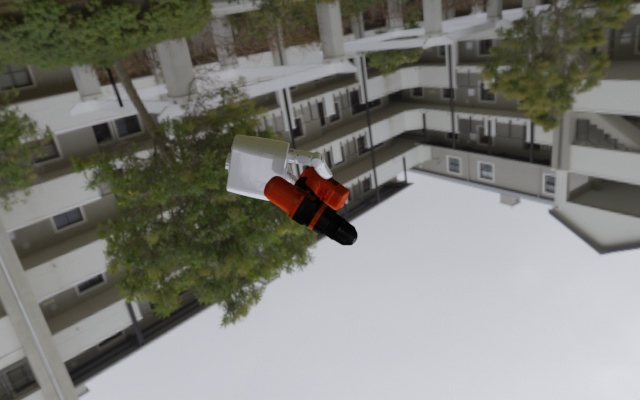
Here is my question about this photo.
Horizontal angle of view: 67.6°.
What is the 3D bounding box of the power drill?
[{"bbox_3d":[0.000,0.003,0.893,0.184,0.057,0.187,34,18,3],"label":"power drill"}]
